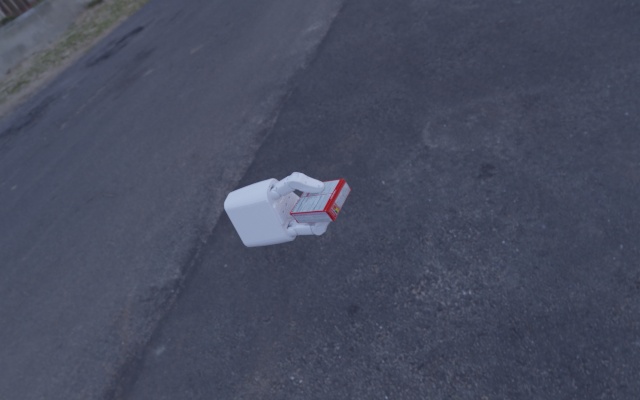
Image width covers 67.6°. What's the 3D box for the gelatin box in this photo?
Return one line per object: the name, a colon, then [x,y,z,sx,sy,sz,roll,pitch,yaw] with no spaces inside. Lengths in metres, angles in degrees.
gelatin box: [0.000,0.002,0.814,0.089,0.073,0.030,-7,-47,44]
